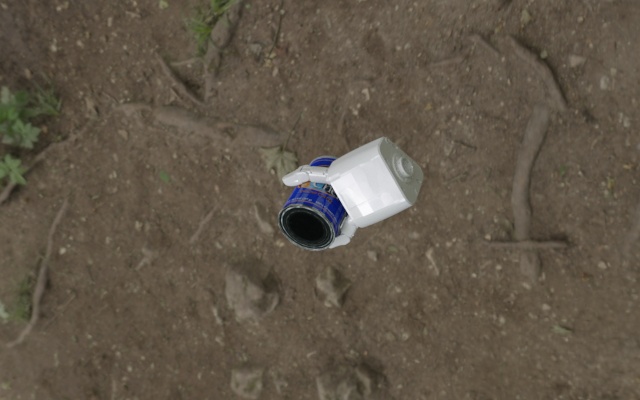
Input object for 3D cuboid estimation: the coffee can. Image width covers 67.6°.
[{"bbox_3d":[0.000,0.003,0.832,0.103,0.103,0.140,0,39,27],"label":"coffee can"}]
